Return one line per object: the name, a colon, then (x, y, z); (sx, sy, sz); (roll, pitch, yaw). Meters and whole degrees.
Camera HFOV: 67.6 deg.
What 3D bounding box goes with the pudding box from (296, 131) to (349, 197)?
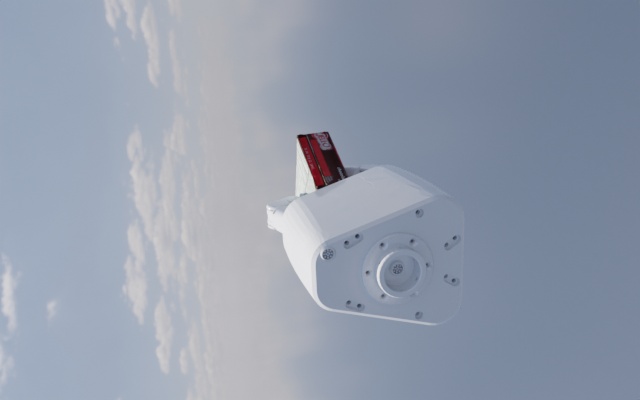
pudding box: (0.000, 0.002, 0.480); (0.039, 0.114, 0.090); (-5, 42, -12)
